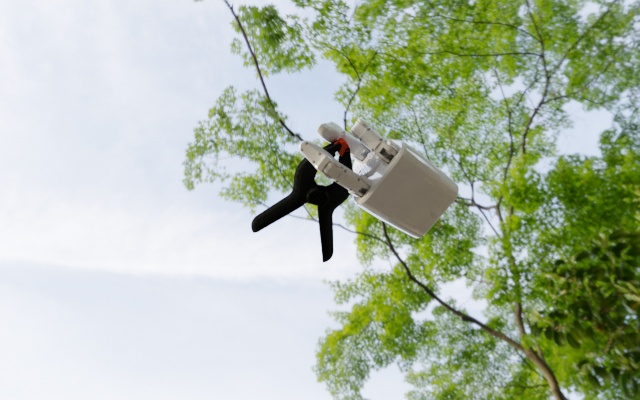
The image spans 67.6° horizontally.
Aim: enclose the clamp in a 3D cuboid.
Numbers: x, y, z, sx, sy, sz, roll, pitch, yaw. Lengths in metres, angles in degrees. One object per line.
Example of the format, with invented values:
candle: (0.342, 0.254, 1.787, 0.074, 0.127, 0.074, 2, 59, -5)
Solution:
clamp: (0.000, 0.002, 0.637, 0.120, 0.171, 0.039, 32, 17, -21)
